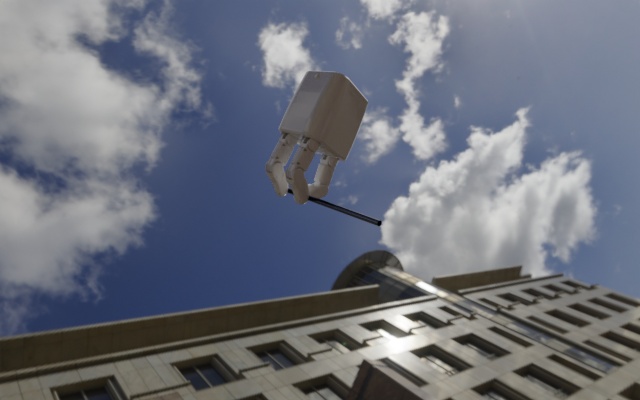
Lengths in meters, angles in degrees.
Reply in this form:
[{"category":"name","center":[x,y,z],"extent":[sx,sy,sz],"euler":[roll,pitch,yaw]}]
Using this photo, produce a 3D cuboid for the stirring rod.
[{"category":"stirring rod","center":[0.000,0.002,0.698],"extent":[0.011,0.011,0.239],"euler":[0,13,-40]}]
